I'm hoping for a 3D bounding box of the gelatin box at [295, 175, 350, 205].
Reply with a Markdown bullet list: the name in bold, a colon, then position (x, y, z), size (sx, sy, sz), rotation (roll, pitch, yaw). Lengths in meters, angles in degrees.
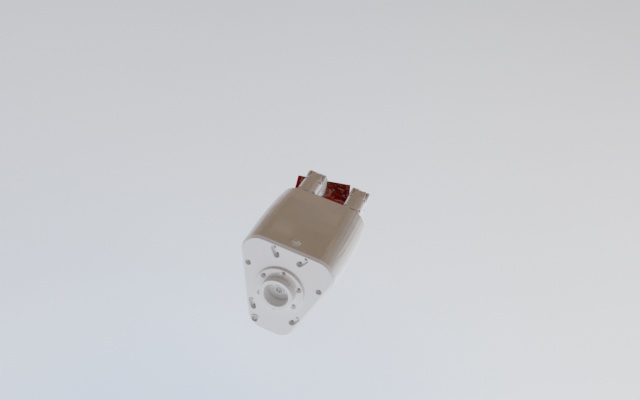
- **gelatin box**: position (0.000, 0.002, 0.619), size (0.073, 0.030, 0.089), rotation (11, 27, 0)
